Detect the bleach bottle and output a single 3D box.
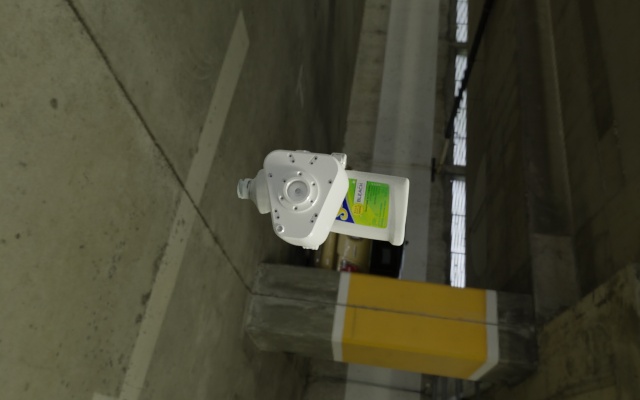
[{"bbox_3d":[0.000,0.002,0.711,0.251,0.102,0.068,6,-7,7],"label":"bleach bottle"}]
